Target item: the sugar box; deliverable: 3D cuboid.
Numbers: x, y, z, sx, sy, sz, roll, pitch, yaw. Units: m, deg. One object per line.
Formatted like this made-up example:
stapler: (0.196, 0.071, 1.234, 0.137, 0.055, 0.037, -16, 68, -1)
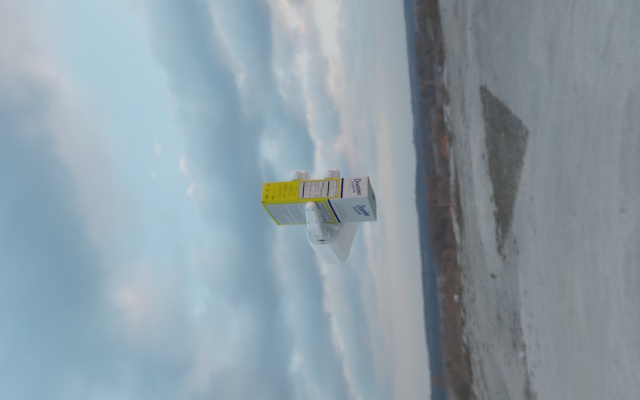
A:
sugar box: (0.000, 0.002, 0.788, 0.176, 0.048, 0.093, -5, -27, 12)
